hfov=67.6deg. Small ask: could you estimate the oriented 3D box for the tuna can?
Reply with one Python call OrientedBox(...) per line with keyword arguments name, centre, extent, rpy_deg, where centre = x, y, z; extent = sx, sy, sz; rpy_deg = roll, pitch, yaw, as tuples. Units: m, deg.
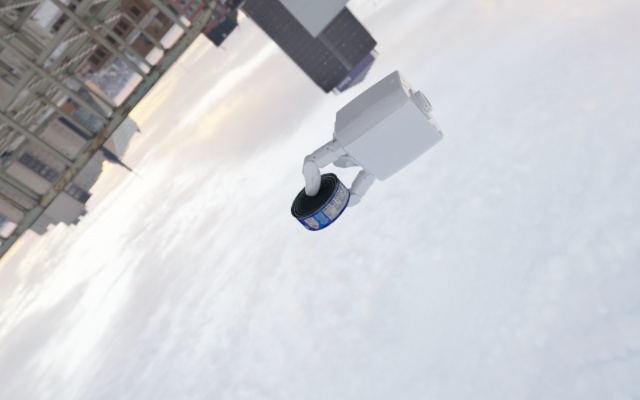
OrientedBox(name="tuna can", centre=(0.000, 0.003, 0.685), extent=(0.034, 0.086, 0.086), rpy_deg=(46, -26, -27))
